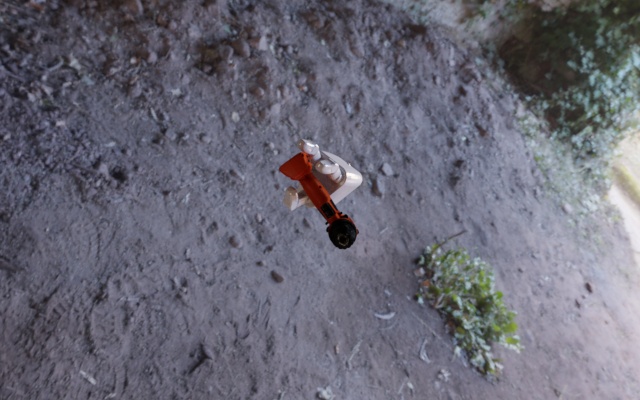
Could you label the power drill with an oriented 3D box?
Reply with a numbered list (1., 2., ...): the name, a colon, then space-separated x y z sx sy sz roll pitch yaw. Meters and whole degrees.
1. power drill: 0.000 0.002 0.867 0.057 0.187 0.184 -34 2 2
